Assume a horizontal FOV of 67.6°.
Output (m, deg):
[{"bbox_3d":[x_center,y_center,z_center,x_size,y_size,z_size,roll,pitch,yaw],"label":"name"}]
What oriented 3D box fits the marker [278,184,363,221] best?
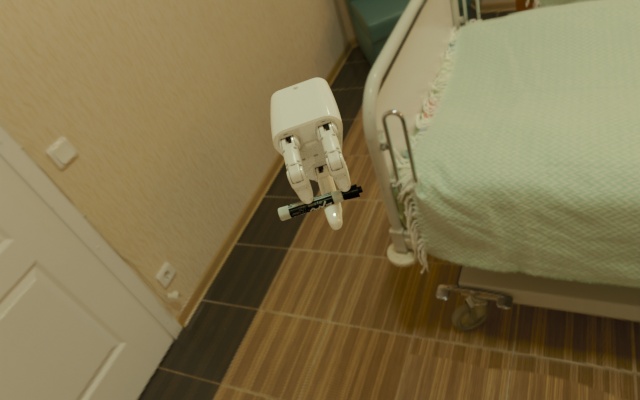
[{"bbox_3d":[0.000,0.002,0.666,0.121,0.020,0.020,-18,-2,7],"label":"marker"}]
